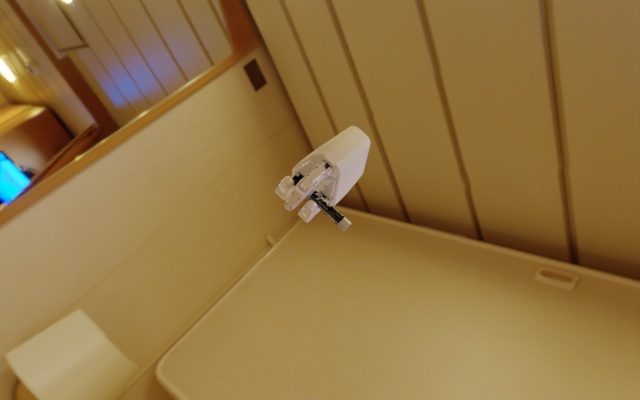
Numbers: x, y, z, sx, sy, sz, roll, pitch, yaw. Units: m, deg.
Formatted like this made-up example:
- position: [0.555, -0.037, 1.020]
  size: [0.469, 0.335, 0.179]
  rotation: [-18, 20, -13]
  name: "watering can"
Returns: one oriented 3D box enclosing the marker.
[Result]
- position: [0.000, 0.003, 0.777]
  size: [0.121, 0.020, 0.020]
  rotation: [43, 4, 4]
  name: "marker"
